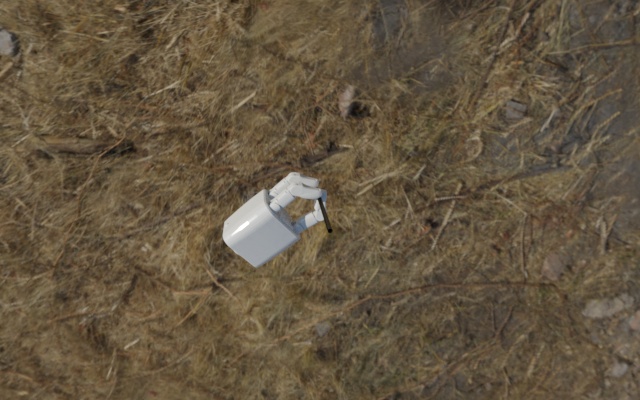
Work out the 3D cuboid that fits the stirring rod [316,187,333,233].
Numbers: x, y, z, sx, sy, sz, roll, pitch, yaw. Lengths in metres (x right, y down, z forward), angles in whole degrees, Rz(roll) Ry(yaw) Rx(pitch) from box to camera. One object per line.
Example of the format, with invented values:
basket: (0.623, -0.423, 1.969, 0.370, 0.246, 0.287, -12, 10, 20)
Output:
stirring rod: (0.000, 0.003, 0.853, 0.011, 0.011, 0.239, 0, 22, -8)
